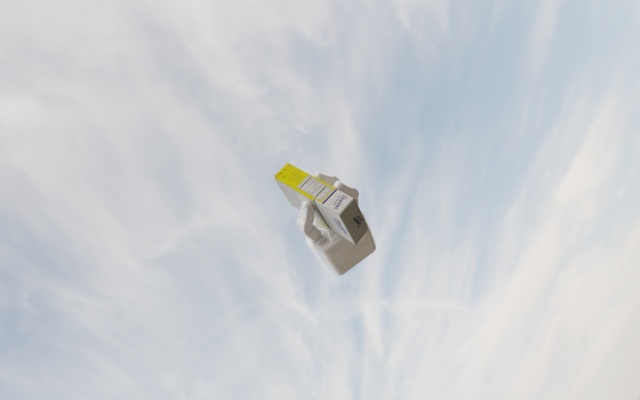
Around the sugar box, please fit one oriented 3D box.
[{"bbox_3d":[0.000,0.002,0.850,0.176,0.048,0.093,28,-22,38],"label":"sugar box"}]
